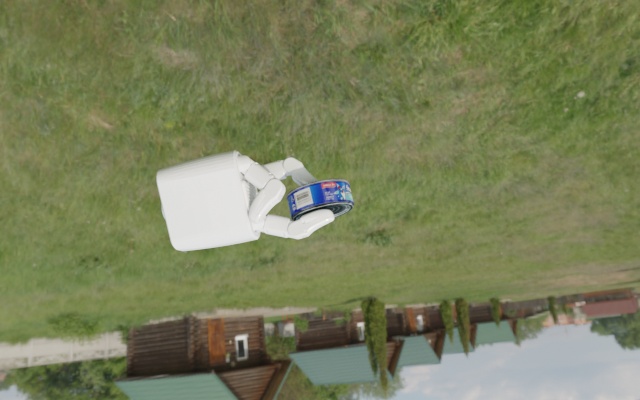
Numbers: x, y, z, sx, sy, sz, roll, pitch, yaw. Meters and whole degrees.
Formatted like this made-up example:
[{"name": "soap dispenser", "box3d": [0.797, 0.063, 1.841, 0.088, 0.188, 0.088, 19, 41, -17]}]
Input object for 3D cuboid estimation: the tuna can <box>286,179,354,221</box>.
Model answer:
[{"name": "tuna can", "box3d": [0.000, 0.003, 0.631, 0.086, 0.033, 0.086, -12, -15, -3]}]
